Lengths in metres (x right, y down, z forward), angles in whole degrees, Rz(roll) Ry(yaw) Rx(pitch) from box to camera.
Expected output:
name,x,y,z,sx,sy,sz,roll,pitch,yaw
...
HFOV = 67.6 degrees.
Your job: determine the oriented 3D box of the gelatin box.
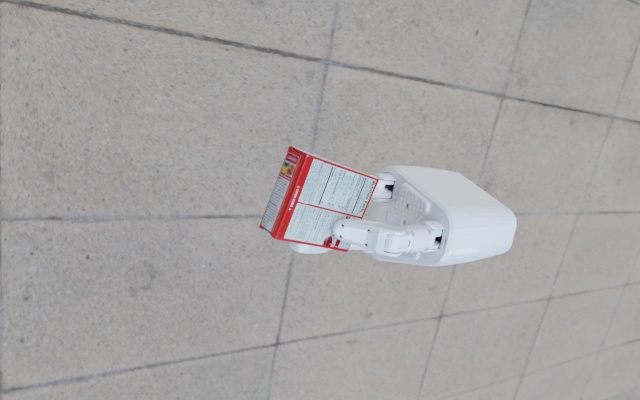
name,x,y,z,sx,sy,sz,roll,pitch,yaw
gelatin box,0.000,0.001,0.410,0.089,0.073,0.030,15,10,-42
